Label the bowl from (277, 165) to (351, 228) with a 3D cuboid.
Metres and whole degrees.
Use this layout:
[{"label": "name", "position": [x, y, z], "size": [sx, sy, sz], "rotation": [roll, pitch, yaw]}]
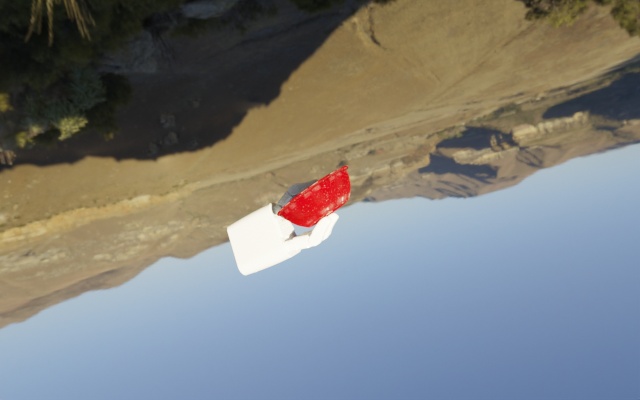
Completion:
[{"label": "bowl", "position": [0.001, 0.003, 0.884], "size": [0.162, 0.055, 0.162], "rotation": [-35, -5, -3]}]
